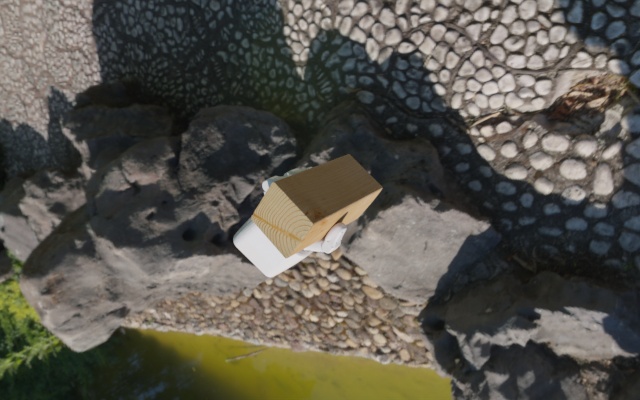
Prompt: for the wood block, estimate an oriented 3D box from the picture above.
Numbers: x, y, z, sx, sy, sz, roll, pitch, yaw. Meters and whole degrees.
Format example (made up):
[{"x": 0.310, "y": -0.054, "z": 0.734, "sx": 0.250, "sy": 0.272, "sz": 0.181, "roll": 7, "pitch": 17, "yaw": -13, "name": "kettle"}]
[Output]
[{"x": 0.000, "y": 0.003, "z": 0.786, "sx": 0.206, "sy": 0.091, "sz": 0.090, "roll": -26, "pitch": -22, "yaw": -50, "name": "wood block"}]
